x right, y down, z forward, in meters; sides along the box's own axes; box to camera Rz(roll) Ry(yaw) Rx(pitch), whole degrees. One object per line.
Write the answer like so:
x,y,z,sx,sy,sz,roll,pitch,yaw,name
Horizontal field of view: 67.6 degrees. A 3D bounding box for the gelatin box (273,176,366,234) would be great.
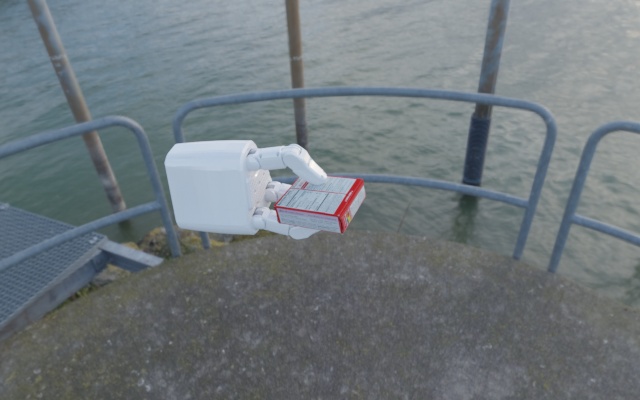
0.000,0.002,0.572,0.089,0.030,0.073,7,39,27,gelatin box
